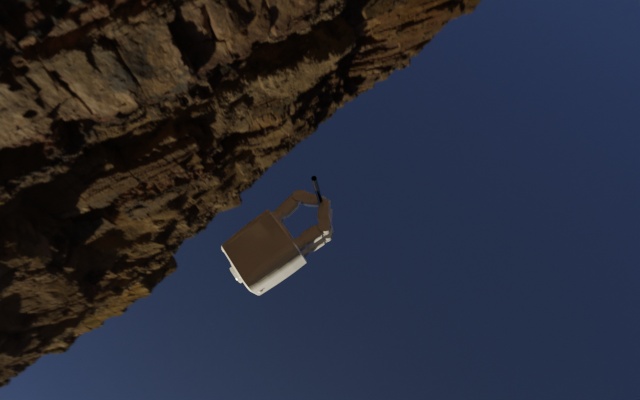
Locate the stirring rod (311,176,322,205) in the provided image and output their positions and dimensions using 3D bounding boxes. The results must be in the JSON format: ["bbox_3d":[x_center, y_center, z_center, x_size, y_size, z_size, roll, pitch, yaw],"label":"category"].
[{"bbox_3d":[0.000,0.003,0.819,0.011,0.011,0.240,0,-17,5],"label":"stirring rod"}]
